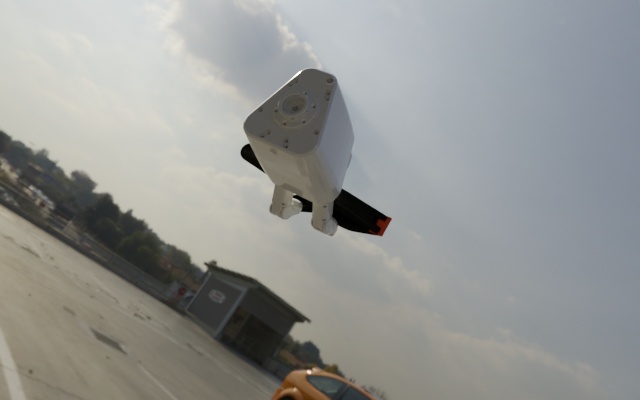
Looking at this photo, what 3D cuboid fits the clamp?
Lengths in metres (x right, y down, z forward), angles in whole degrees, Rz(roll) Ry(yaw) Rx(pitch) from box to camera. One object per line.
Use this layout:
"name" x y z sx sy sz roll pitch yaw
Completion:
"clamp" 0.001 0.002 0.657 0.210 0.036 0.165 25 -16 23
